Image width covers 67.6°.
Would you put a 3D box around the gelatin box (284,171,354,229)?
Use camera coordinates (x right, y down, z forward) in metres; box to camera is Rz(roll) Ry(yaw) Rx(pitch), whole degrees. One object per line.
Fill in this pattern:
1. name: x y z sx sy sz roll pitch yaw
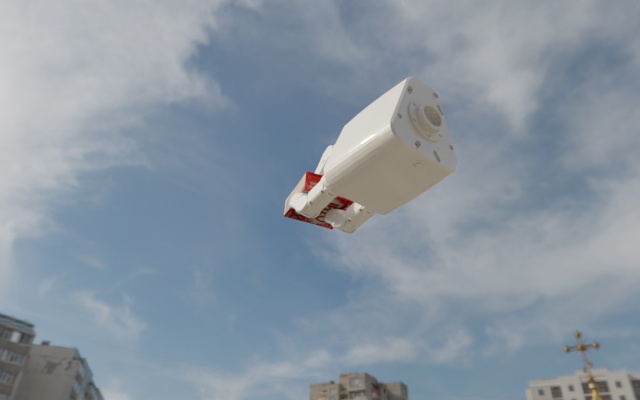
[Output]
1. gelatin box: 0.000 0.002 0.627 0.073 0.030 0.089 16 -31 -16
